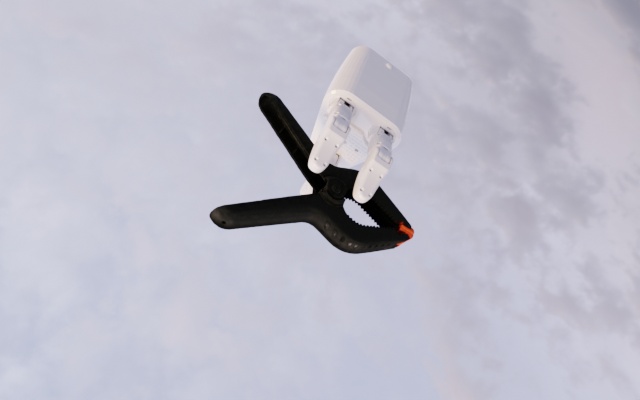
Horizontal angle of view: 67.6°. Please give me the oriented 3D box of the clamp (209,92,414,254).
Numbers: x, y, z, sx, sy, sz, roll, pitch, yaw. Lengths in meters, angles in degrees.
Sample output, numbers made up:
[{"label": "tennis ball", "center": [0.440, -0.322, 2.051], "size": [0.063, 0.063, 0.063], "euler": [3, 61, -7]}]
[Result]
[{"label": "clamp", "center": [0.000, 0.002, 0.475], "size": [0.210, 0.164, 0.036], "euler": [34, -38, -13]}]
